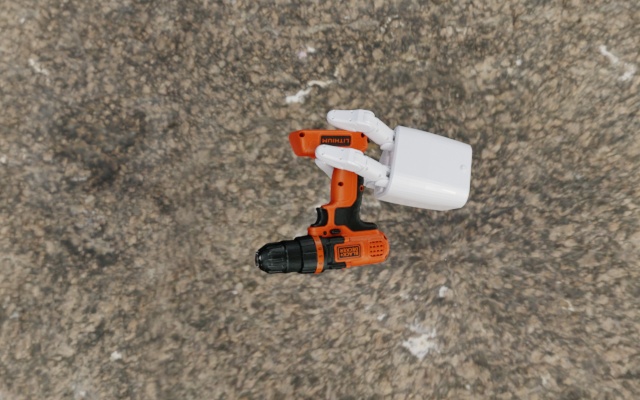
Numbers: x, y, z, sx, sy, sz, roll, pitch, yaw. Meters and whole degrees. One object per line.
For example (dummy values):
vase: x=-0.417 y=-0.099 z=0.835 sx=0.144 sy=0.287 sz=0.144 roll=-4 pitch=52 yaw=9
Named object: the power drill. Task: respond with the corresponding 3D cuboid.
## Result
power drill: x=0.000 y=0.002 z=0.634 sx=0.184 sy=0.187 sz=0.057 roll=-4 pitch=3 yaw=-22
